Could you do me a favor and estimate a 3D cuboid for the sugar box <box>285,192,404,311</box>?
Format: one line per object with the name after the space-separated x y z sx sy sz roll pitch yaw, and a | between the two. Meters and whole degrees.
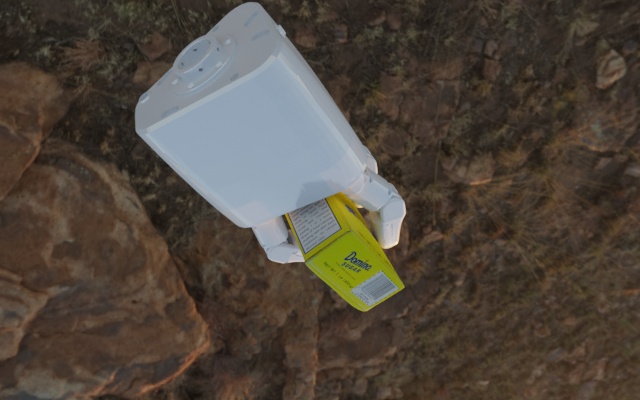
0.000 0.001 0.405 0.048 0.176 0.093 -34 -46 9 | sugar box
